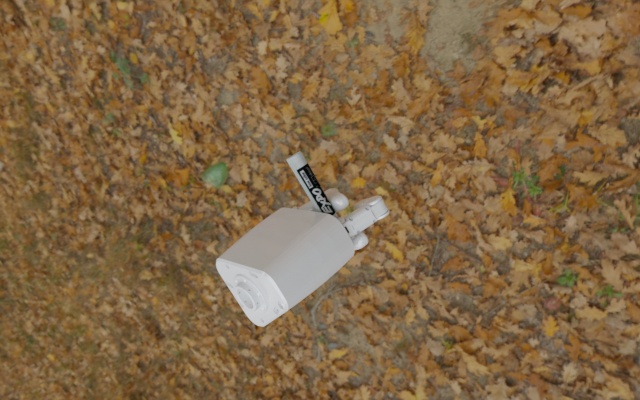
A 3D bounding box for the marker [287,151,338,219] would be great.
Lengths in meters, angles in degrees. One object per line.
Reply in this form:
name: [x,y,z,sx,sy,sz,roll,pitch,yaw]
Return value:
marker: [0.000,0.002,0.535,0.020,0.121,0.020,-29,10,6]
